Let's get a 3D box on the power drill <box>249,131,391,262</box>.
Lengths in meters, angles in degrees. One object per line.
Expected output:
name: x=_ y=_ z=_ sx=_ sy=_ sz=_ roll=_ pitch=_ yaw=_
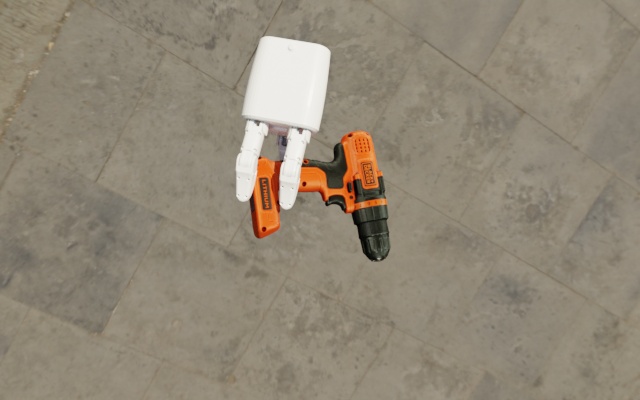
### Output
power drill: x=0.000 y=0.002 z=0.648 sx=0.187 sy=0.184 sz=0.057 roll=-7 pitch=-10 yaw=-18
